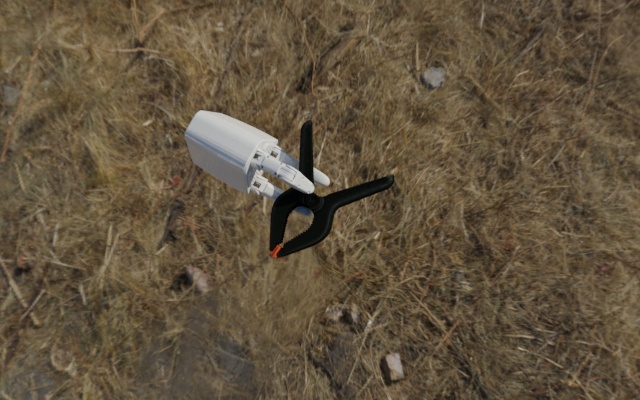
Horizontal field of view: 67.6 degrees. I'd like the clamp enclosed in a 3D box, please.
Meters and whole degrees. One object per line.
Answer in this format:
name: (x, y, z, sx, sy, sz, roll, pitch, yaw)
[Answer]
clamp: (0.000, 0.003, 0.712, 0.164, 0.210, 0.036, 28, -7, 9)
